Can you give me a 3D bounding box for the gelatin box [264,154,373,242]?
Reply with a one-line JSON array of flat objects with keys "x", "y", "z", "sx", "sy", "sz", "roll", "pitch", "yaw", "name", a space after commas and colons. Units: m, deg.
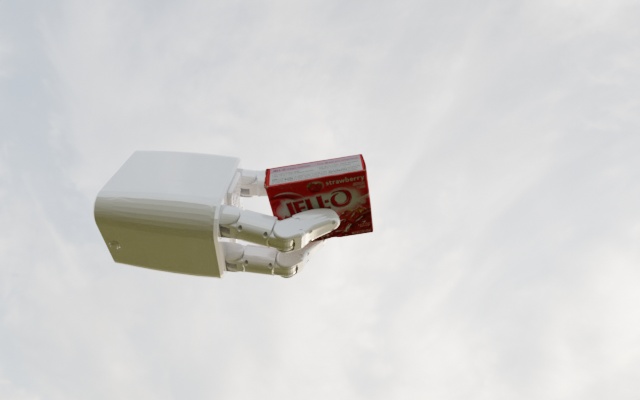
[{"x": 0.000, "y": 0.001, "z": 0.430, "sx": 0.089, "sy": 0.073, "sz": 0.030, "roll": -9, "pitch": 39, "yaw": 3, "name": "gelatin box"}]
